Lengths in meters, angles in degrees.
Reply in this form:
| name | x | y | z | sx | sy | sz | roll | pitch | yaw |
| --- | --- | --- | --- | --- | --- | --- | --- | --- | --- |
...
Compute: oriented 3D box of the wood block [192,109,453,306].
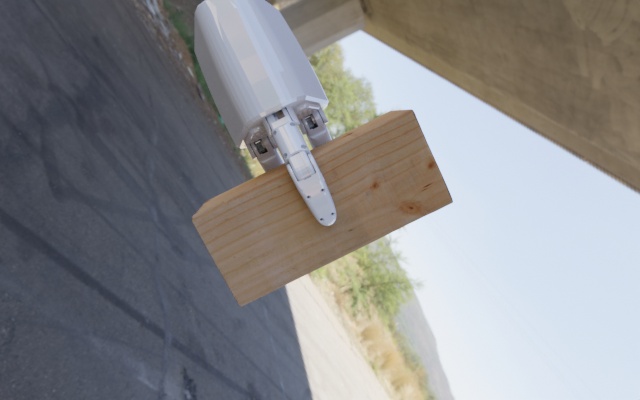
| name | x | y | z | sx | sy | sz | roll | pitch | yaw |
| --- | --- | --- | --- | --- | --- | --- | --- | --- | --- |
| wood block | 0.000 | 0.001 | 0.444 | 0.206 | 0.090 | 0.091 | -26 | 11 | 1 |
